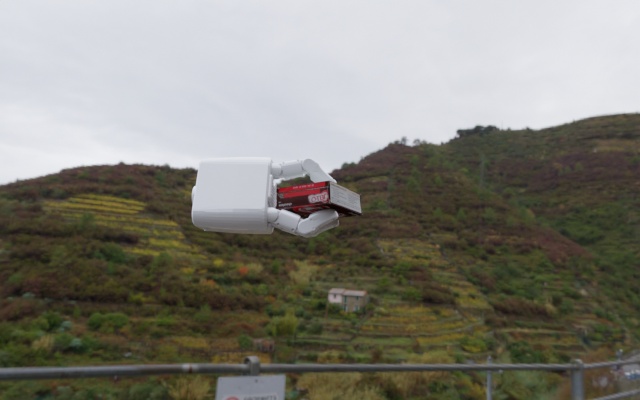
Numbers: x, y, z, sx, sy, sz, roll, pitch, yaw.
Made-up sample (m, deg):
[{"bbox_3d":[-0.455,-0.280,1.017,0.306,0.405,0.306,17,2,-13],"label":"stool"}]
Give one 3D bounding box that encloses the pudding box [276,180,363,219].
[{"bbox_3d":[0.000,0.002,0.714,0.090,0.039,0.113,-6,-11,28],"label":"pudding box"}]
